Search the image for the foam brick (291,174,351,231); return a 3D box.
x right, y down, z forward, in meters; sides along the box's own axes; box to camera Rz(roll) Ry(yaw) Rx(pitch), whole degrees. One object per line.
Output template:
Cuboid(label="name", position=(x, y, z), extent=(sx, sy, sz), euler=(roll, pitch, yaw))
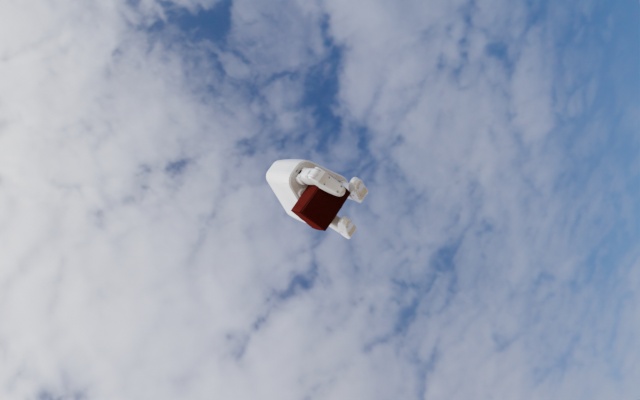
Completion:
Cuboid(label="foam brick", position=(0.000, 0.003, 0.760), extent=(0.053, 0.078, 0.051), euler=(39, -13, -18))
